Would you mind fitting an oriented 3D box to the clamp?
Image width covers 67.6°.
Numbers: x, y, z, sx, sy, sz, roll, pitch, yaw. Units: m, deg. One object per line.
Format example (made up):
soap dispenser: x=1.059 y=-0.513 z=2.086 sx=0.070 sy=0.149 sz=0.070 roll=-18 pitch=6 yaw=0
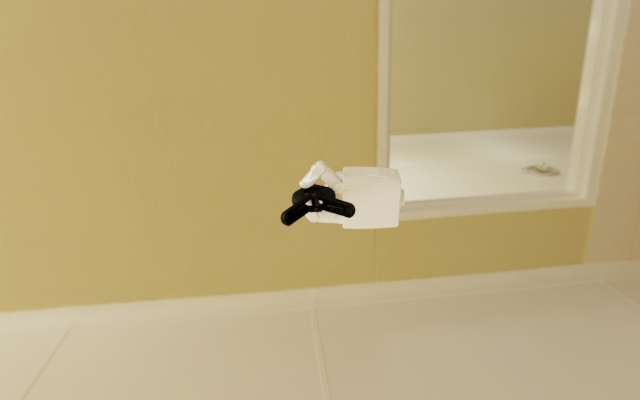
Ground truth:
clamp: x=0.000 y=0.003 z=0.827 sx=0.120 sy=0.039 sz=0.171 roll=1 pitch=20 yaw=3
